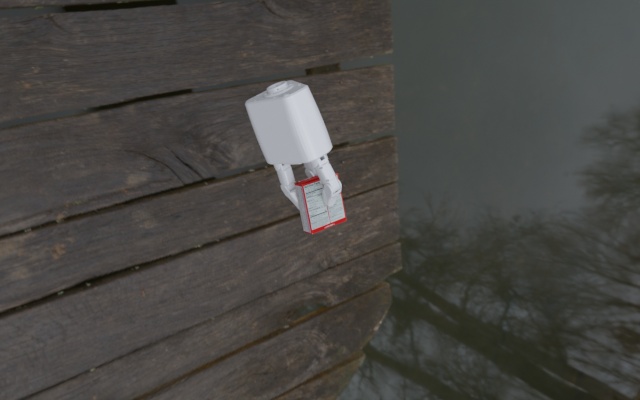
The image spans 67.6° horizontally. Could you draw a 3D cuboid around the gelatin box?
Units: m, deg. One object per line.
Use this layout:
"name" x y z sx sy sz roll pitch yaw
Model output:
"gelatin box" 0.000 0.003 0.797 0.073 0.089 0.030 -20 17 -30
